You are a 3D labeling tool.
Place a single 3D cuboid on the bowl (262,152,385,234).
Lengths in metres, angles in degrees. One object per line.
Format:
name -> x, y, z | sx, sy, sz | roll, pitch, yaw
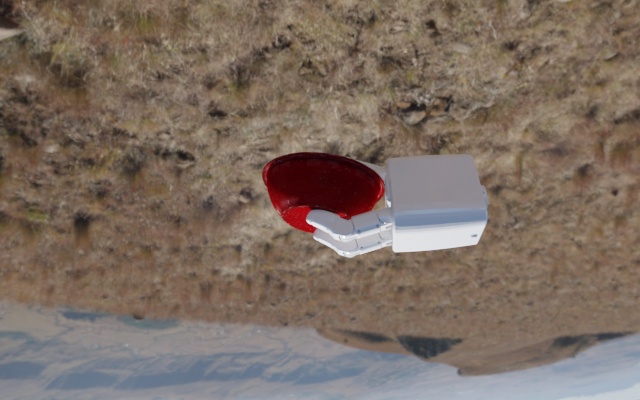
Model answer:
bowl -> -0.001, 0.002, 0.612 | 0.162, 0.055, 0.162 | 7, -25, 3
